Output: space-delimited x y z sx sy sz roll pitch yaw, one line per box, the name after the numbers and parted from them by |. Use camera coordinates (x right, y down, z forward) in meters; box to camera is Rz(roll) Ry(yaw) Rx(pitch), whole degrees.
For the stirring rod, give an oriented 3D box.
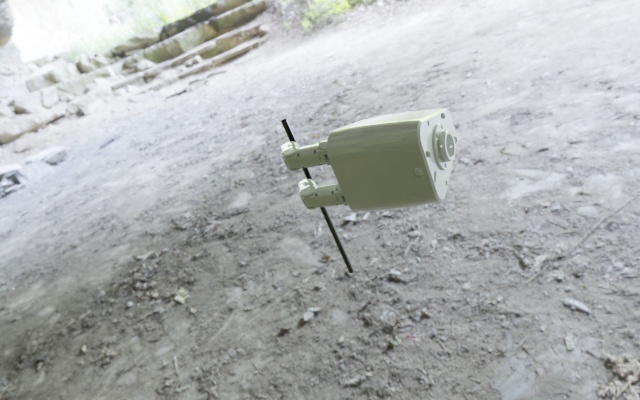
0.000 0.002 0.627 0.011 0.240 0.011 -19 26 10 | stirring rod
